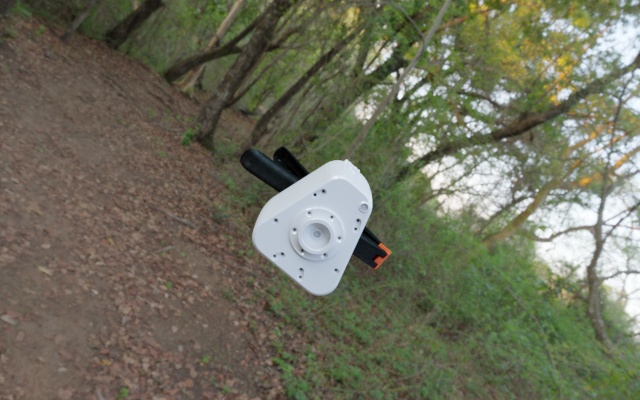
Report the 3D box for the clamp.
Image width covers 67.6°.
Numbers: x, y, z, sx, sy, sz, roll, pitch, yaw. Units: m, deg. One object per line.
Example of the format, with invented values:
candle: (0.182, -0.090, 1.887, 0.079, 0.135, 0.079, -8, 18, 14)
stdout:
clamp: (0.001, 0.002, 0.597, 0.210, 0.036, 0.164, 41, 12, -5)
